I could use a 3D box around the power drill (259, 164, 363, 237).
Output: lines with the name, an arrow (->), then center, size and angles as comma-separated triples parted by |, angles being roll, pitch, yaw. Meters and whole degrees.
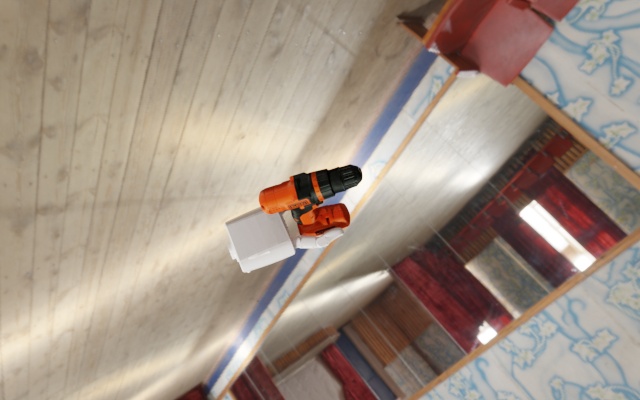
power drill -> 0.000, 0.003, 0.876 | 0.184, 0.057, 0.188 | -15, -26, 10
